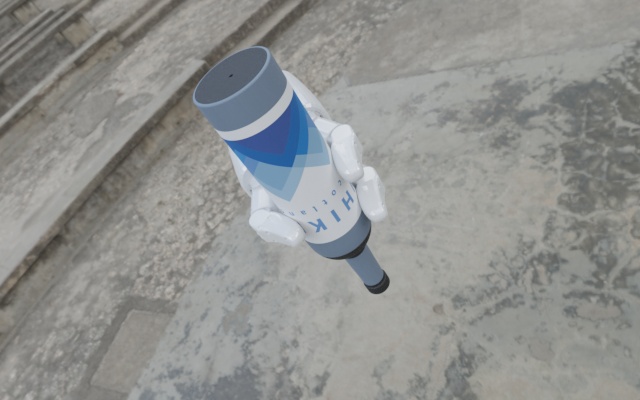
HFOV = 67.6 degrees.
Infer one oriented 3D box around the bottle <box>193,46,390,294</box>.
[{"bbox_3d":[0.000,0.001,0.439,0.069,0.069,0.296,0,-39,34],"label":"bottle"}]
